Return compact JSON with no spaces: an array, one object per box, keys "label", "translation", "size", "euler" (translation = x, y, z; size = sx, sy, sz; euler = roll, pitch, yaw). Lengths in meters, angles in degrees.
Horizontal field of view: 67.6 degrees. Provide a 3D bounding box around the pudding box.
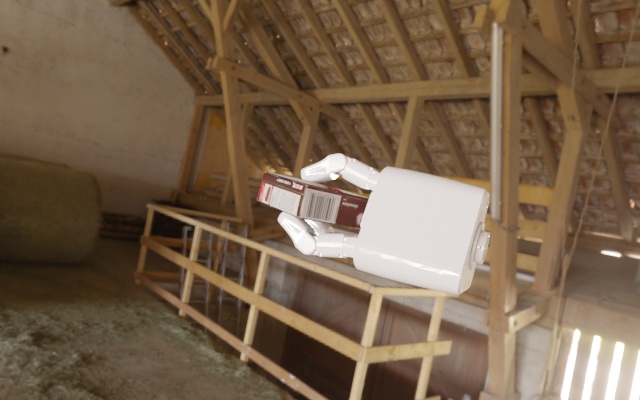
[{"label":"pudding box","translation":[0.000,0.002,0.535],"size":[0.113,0.039,0.090],"euler":[14,2,-37]}]
